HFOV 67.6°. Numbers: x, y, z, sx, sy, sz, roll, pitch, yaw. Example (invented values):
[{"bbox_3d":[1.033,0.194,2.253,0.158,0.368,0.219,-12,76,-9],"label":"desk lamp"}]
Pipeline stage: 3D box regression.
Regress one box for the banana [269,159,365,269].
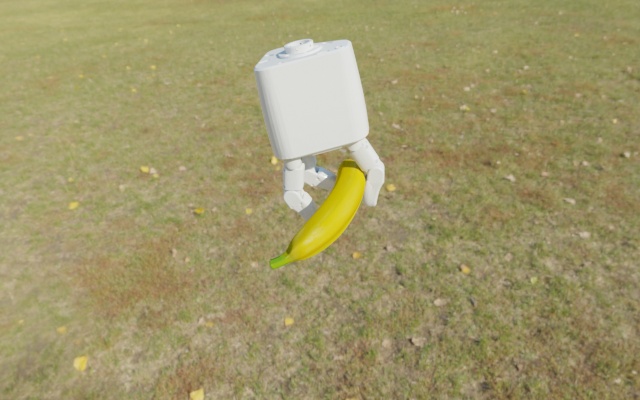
[{"bbox_3d":[0.014,0.004,0.555,0.069,0.037,0.197,1,37,35],"label":"banana"}]
